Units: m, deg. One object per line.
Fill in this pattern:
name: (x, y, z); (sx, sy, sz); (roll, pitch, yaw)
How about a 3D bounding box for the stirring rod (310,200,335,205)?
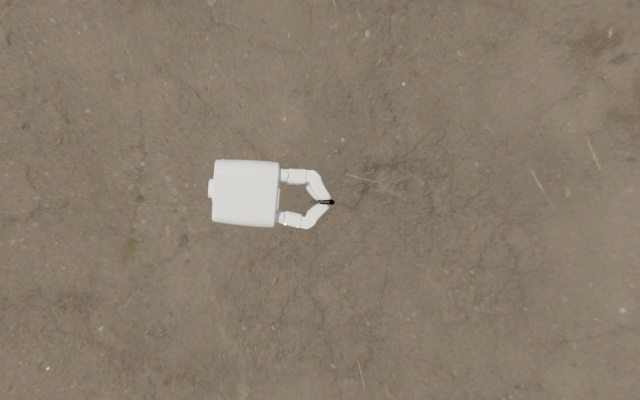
stirring rod: (0.000, 0.003, 0.836); (0.011, 0.011, 0.239); (0, 0, -8)
